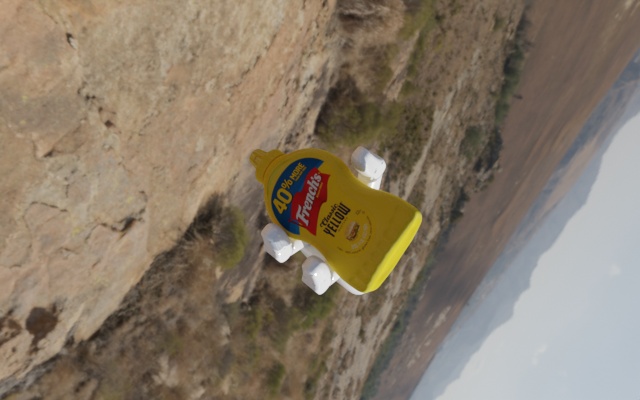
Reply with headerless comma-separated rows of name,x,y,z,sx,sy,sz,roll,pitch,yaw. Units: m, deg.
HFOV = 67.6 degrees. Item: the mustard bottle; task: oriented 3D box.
mustard bottle,0.000,0.002,0.489,0.191,0.096,0.058,35,12,22
